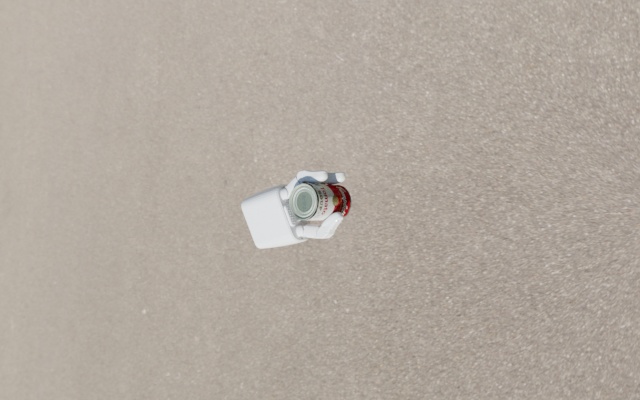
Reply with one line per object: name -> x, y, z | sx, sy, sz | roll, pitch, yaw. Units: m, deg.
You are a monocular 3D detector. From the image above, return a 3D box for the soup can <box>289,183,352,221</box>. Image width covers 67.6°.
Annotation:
soup can -> 0.000, 0.003, 0.867 | 0.068, 0.068, 0.102 | 0, -1, 38
